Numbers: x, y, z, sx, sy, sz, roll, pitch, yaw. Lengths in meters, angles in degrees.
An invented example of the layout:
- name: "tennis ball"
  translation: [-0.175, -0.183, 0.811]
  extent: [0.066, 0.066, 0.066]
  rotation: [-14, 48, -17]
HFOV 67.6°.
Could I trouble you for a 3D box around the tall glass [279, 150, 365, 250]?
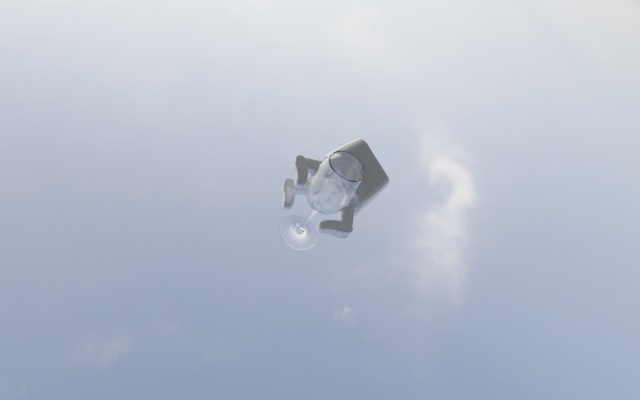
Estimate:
- name: "tall glass"
  translation: [0.000, 0.003, 0.804]
  extent: [0.079, 0.079, 0.201]
  rotation: [0, -34, -30]
